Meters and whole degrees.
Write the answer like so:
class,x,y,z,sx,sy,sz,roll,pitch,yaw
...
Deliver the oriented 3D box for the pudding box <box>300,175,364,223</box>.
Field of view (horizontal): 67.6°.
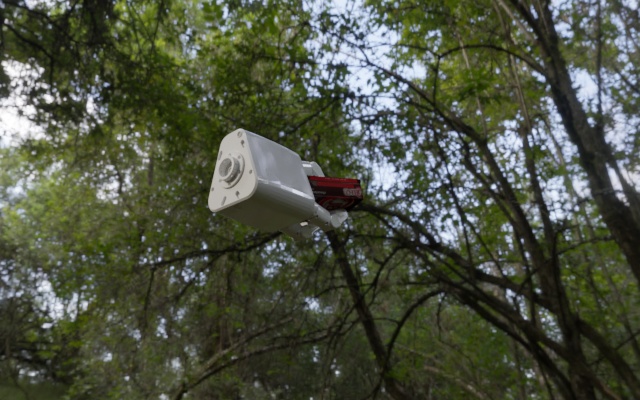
class,x,y,z,sx,sy,sz,roll,pitch,yaw
pudding box,0.000,0.002,0.726,0.090,0.039,0.113,4,-23,-23
